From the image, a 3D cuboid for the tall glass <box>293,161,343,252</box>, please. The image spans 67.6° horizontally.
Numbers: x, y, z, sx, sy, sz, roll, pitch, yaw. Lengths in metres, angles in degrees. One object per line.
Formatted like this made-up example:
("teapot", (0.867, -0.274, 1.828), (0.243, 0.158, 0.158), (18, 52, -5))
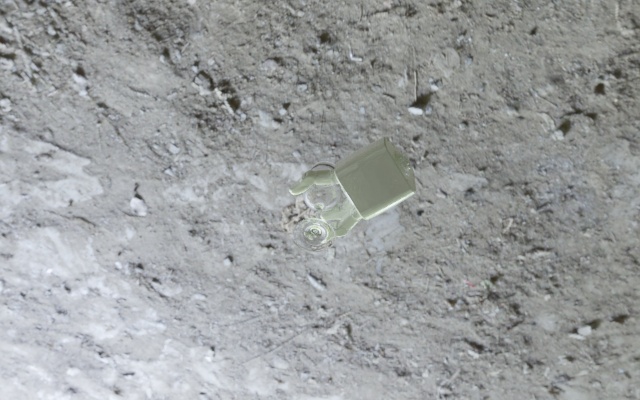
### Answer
("tall glass", (0.000, 0.003, 0.895), (0.079, 0.079, 0.201), (0, 35, 7))
